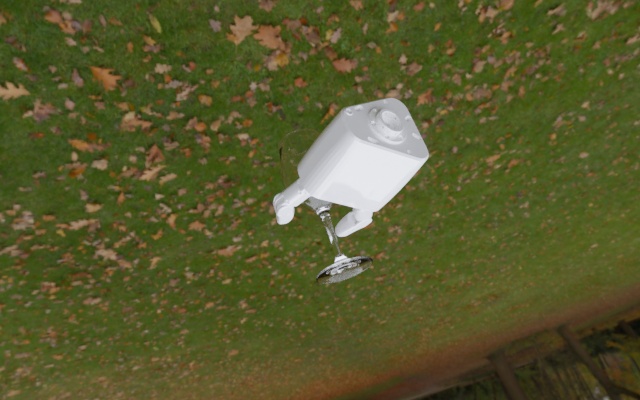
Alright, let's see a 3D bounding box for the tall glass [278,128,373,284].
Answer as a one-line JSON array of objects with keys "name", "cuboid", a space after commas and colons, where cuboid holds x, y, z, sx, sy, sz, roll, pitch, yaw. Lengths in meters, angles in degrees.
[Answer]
[{"name": "tall glass", "cuboid": [0.000, 0.003, 0.631, 0.079, 0.201, 0.079, -16, -26, -8]}]
